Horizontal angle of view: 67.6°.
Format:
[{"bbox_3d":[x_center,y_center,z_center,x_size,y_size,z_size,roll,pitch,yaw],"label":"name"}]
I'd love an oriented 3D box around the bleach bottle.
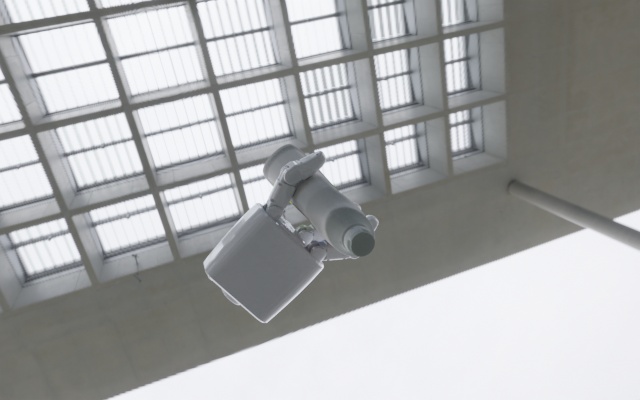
[{"bbox_3d":[0.000,0.002,0.611,0.103,0.068,0.250,44,0,-26],"label":"bleach bottle"}]
